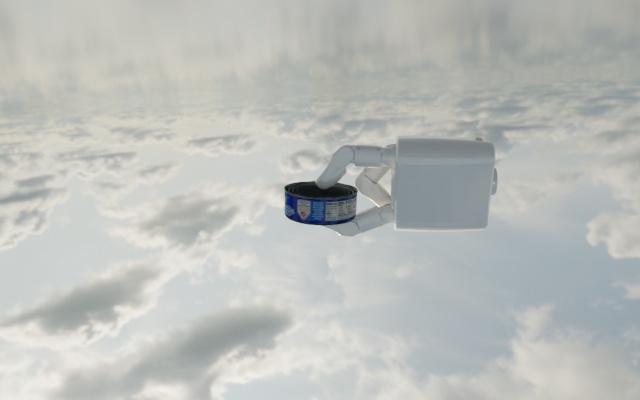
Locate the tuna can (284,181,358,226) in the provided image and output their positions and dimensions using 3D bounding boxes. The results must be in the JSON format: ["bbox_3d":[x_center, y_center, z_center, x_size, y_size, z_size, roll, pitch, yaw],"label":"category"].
[{"bbox_3d":[0.000,0.002,0.558,0.086,0.034,0.086,2,14,0],"label":"tuna can"}]
